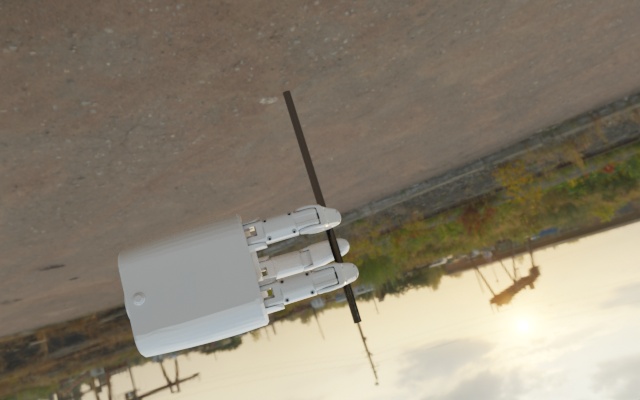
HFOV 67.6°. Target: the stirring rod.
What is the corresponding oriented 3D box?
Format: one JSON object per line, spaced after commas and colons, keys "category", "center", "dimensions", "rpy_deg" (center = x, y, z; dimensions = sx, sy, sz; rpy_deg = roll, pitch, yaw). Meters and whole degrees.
{"category": "stirring rod", "center": [0.000, 0.001, 0.469], "dimensions": [0.011, 0.239, 0.011], "rpy_deg": [-17, -11, -3]}
